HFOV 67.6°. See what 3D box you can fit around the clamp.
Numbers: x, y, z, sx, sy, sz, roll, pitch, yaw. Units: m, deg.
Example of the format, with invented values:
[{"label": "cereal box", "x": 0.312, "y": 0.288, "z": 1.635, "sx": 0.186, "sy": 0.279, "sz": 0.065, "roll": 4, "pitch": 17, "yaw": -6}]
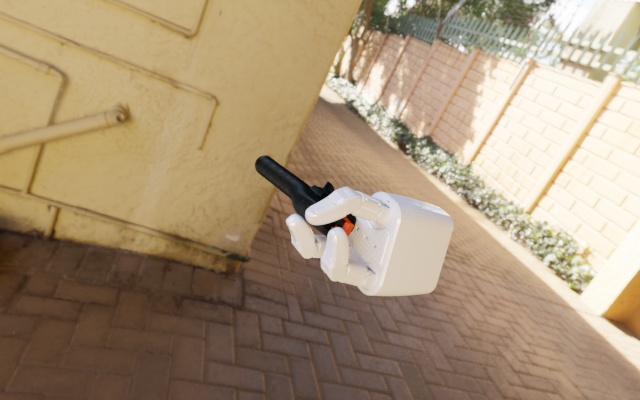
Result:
[{"label": "clamp", "x": 0.000, "y": 0.001, "z": 0.579, "sx": 0.120, "sy": 0.039, "sz": 0.171, "roll": 11, "pitch": 24, "yaw": -39}]
